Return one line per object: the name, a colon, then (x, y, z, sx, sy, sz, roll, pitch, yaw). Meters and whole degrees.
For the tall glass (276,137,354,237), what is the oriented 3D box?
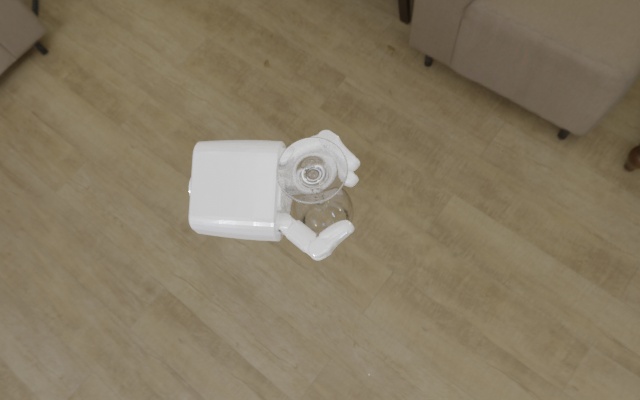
tall glass: (0.000, 0.002, 0.581, 0.079, 0.079, 0.201, 0, -20, 6)
